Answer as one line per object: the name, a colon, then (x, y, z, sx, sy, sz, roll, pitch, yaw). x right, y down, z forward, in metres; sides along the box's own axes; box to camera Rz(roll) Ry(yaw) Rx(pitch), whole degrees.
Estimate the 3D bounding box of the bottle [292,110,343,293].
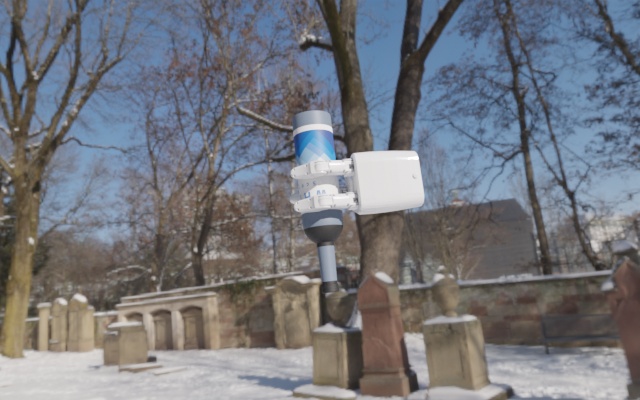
bottle: (0.000, 0.002, 0.785, 0.069, 0.295, 0.069, -6, -11, -1)
